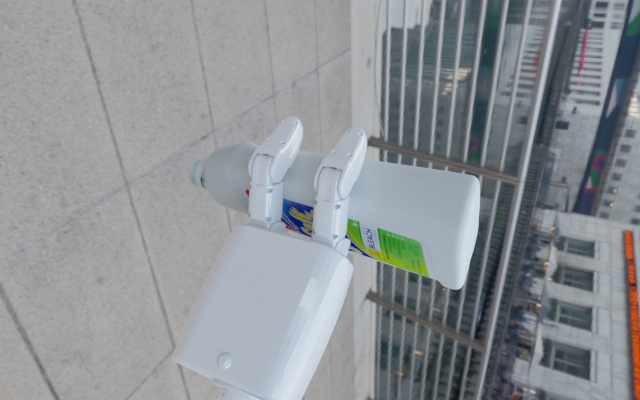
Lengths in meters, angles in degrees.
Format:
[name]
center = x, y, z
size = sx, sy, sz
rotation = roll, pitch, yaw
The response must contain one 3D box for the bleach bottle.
[bleach bottle]
center = 0.000, 0.001, 0.406
size = 0.251, 0.068, 0.103
rotation = 12, -27, 23
